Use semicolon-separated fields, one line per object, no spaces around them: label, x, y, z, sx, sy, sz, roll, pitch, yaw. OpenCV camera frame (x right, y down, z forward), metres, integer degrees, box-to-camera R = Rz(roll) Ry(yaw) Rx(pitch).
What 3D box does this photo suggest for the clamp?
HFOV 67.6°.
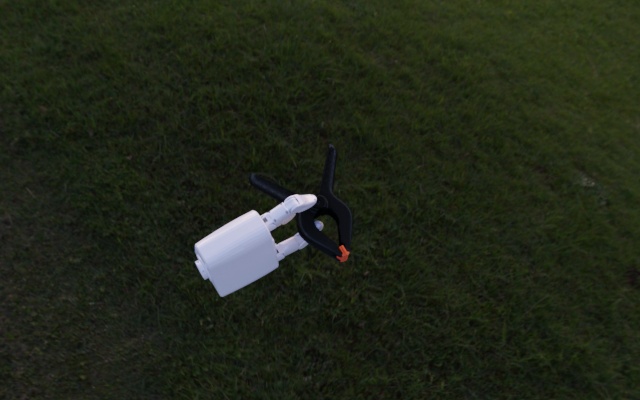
clamp;0.000;0.003;0.799;0.164;0.210;0.036;-29;-21;-18
